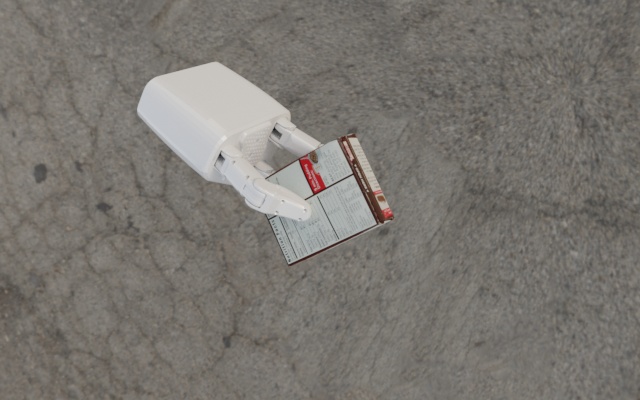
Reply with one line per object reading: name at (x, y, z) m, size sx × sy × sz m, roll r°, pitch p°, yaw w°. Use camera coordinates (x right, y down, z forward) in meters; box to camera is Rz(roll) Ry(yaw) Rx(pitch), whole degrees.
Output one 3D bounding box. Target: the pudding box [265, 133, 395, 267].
pudding box at (0.000, 0.001, 0.454) m, size 0.113 × 0.090 × 0.039 m, roll -27°, pitch -4°, yaw 31°
